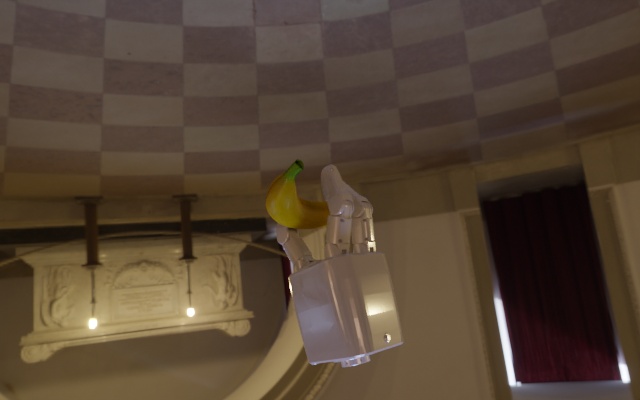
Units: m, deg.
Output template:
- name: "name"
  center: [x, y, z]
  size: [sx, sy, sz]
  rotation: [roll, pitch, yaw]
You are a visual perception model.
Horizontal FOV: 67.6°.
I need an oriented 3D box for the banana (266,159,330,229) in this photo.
- name: "banana"
  center: [-0.018, 0.008, 0.564]
  size: [0.069, 0.037, 0.198]
  rotation: [-23, -19, 11]
